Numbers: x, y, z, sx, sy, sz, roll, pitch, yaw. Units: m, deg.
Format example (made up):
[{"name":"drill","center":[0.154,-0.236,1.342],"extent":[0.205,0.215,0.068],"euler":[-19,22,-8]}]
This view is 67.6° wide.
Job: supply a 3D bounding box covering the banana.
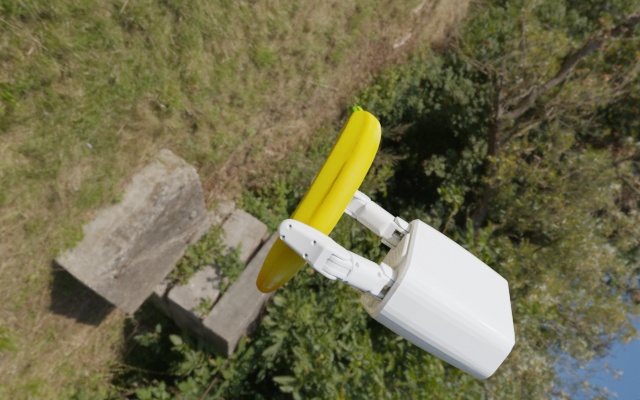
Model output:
[{"name":"banana","center":[0.005,-0.004,0.414],"extent":[0.037,0.197,0.069],"euler":[31,-12,-5]}]
